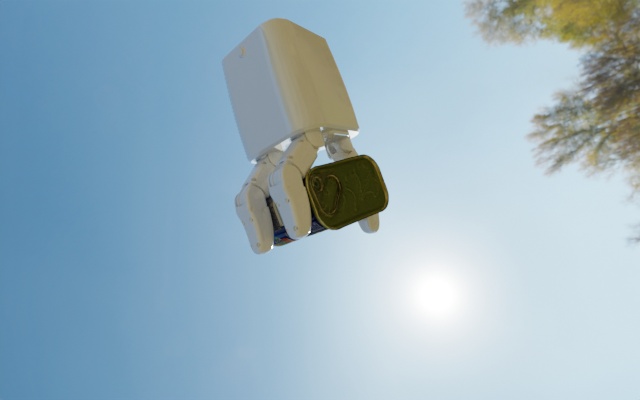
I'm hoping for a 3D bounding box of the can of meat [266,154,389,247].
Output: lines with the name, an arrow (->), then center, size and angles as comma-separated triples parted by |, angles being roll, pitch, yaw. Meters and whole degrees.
can of meat -> 0.000, 0.002, 0.454 | 0.084, 0.057, 0.102 | -22, -2, 44
